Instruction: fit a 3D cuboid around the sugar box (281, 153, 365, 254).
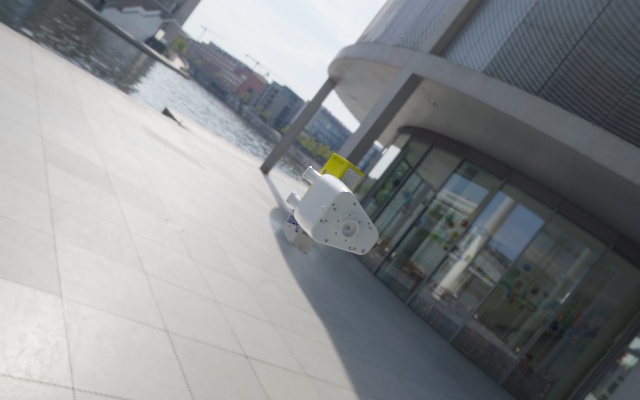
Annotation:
[{"bbox_3d":[0.000,0.002,0.869,0.048,0.176,0.093,36,3,-22],"label":"sugar box"}]
